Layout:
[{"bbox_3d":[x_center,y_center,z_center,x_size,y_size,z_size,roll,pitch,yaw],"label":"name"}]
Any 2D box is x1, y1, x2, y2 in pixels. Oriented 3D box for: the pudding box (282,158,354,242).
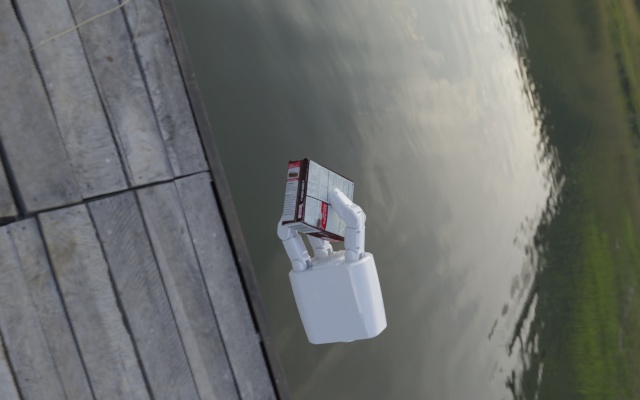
[{"bbox_3d":[0.000,0.002,0.653,0.039,0.090,0.113,-7,-20,35],"label":"pudding box"}]
